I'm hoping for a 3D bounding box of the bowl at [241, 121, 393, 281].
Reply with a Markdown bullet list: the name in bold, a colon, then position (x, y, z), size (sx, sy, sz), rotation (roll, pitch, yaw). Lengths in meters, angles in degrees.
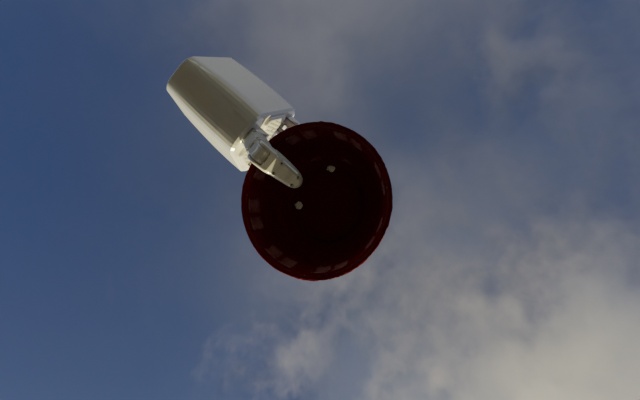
- **bowl**: position (0.001, 0.003, 0.506), size (0.162, 0.162, 0.055), rotation (0, -4, 18)
